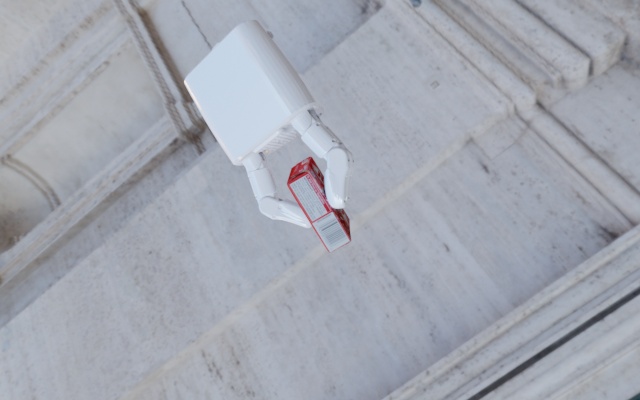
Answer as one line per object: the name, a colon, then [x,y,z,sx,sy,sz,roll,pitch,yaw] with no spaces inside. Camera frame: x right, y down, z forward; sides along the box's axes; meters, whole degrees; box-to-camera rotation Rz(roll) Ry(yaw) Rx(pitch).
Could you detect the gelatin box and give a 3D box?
gelatin box: [0.000,0.002,0.511,0.030,0.089,0.073,-29,13,9]
